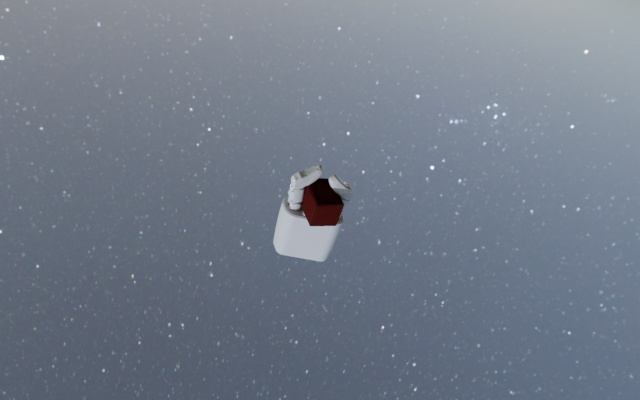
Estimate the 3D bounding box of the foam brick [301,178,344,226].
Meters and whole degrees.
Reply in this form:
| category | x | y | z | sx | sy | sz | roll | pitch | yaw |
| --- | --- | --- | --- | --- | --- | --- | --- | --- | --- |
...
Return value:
| category | x | y | z | sx | sy | sz | roll | pitch | yaw |
| --- | --- | --- | --- | --- | --- | --- | --- | --- | --- |
| foam brick | 0.000 | 0.003 | 0.848 | 0.053 | 0.051 | 0.078 | 1 | 39 | -23 |
